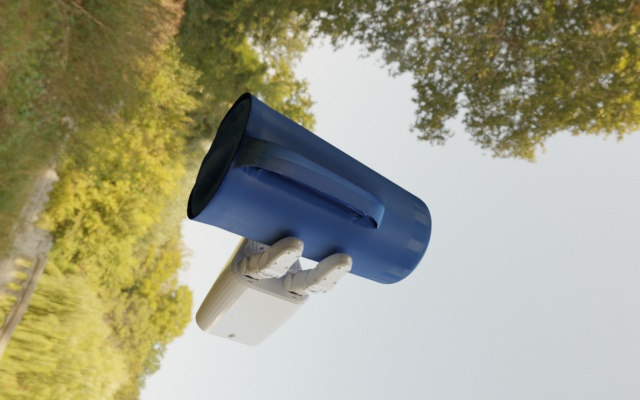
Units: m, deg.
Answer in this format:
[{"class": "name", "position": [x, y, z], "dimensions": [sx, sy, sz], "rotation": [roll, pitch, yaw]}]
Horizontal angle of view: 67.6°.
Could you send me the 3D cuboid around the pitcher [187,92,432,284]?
[{"class": "pitcher", "position": [0.000, 0.002, 0.492], "dimensions": [0.243, 0.145, 0.149], "rotation": [25, 33, -24]}]
